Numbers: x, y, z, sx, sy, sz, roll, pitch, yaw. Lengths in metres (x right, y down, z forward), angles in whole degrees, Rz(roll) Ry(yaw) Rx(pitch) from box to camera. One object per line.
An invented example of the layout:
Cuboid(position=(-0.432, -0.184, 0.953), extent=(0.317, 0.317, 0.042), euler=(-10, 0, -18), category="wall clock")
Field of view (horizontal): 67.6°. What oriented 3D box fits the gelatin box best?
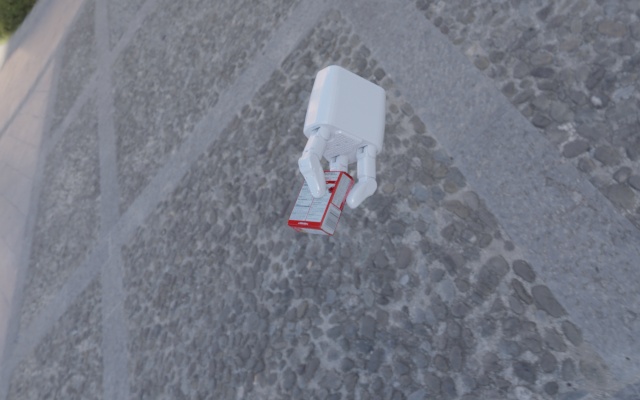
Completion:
Cuboid(position=(0.000, 0.002, 0.666), extent=(0.073, 0.089, 0.030), euler=(2, -26, 48), category="gelatin box")
